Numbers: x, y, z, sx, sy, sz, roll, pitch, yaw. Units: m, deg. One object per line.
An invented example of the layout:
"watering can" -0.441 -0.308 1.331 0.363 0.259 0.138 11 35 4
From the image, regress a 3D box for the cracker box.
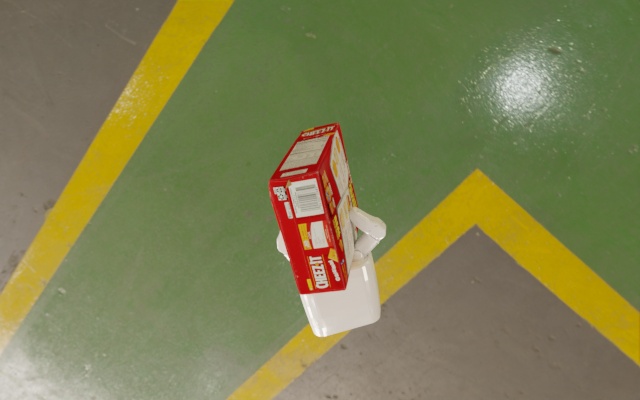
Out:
"cracker box" 0.000 0.002 0.668 0.072 0.164 0.213 -9 22 13
